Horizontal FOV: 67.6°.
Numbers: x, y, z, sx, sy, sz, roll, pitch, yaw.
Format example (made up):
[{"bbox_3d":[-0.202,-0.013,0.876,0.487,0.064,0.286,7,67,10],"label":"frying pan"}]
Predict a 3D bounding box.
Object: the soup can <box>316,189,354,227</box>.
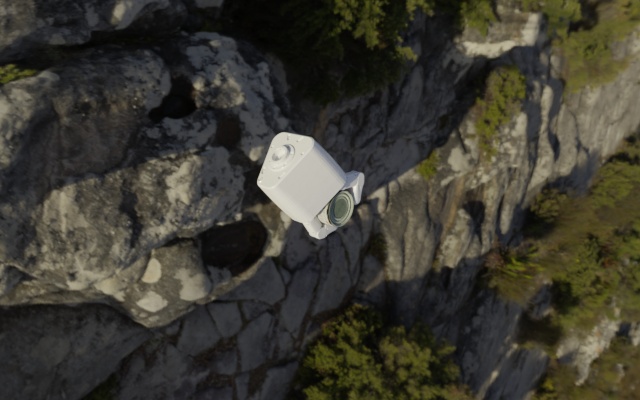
[{"bbox_3d":[0.001,0.003,0.850,0.102,0.068,0.068,17,12,41],"label":"soup can"}]
